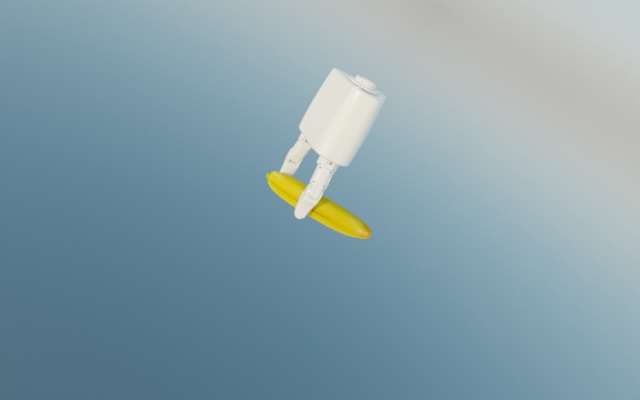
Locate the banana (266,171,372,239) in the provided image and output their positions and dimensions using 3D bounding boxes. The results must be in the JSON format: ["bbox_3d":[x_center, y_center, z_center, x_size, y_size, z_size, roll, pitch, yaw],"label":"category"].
[{"bbox_3d":[-0.008,0.003,0.740,0.198,0.037,0.069,33,15,9],"label":"banana"}]
